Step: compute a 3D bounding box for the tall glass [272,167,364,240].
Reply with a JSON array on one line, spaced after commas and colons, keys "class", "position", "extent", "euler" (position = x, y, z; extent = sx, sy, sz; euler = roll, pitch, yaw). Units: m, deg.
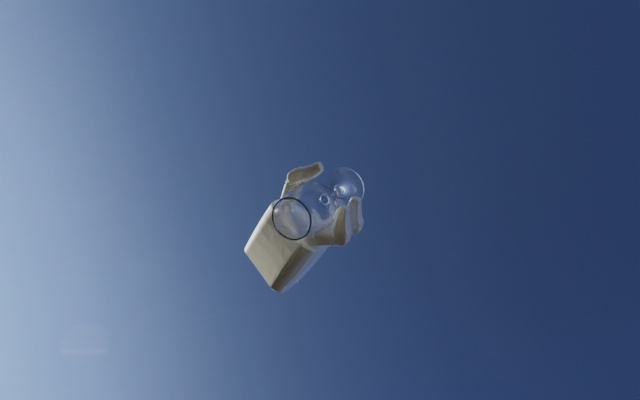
[{"class": "tall glass", "position": [0.000, 0.002, 0.743], "extent": [0.079, 0.079, 0.201], "euler": [0, 13, 25]}]
